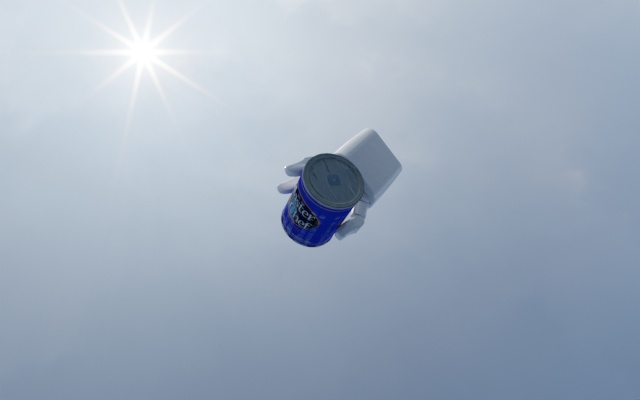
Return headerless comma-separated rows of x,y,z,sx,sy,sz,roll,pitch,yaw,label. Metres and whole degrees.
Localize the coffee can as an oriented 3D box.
0.000,0.003,0.800,0.103,0.102,0.140,0,-31,-21,coffee can
